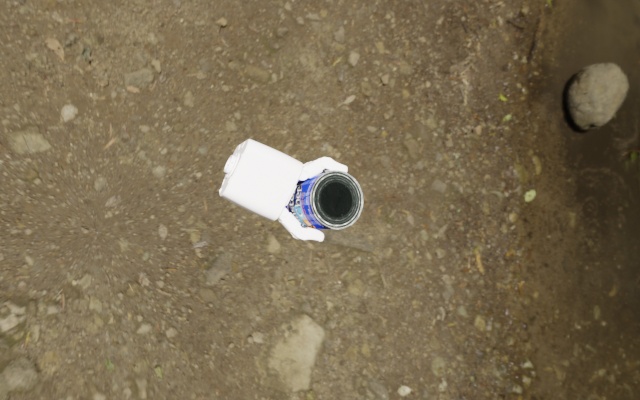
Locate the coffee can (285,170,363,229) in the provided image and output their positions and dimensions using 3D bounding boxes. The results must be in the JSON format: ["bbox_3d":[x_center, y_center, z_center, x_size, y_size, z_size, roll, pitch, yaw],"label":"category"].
[{"bbox_3d":[0.000,0.003,0.880,0.103,0.103,0.140,0,-4,-25],"label":"coffee can"}]
